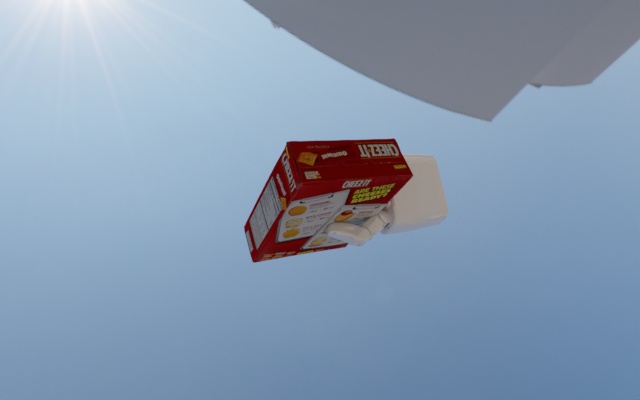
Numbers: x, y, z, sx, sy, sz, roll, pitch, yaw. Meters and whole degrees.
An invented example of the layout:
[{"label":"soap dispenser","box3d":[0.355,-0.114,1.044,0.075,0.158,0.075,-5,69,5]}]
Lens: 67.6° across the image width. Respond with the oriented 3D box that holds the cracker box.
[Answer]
[{"label":"cracker box","box3d":[0.000,0.002,0.666,0.164,0.072,0.214,-6,-29,-28]}]
